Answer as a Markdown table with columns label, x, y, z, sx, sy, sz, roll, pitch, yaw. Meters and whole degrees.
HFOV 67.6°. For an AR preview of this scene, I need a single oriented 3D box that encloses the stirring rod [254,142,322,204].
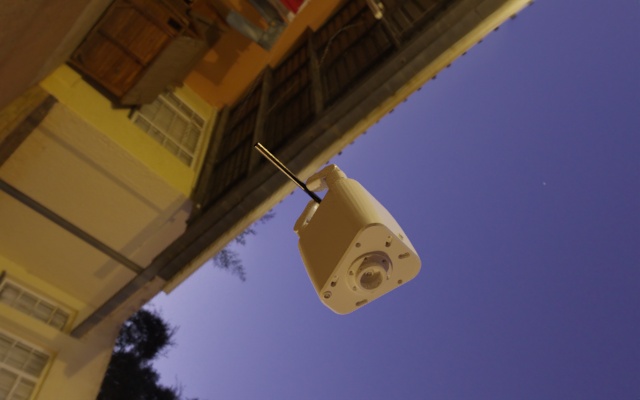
| label | x | y | z | sx | sy | sz | roll | pitch | yaw |
| --- | --- | --- | --- | --- | --- | --- | --- | --- | --- |
| stirring rod | 0.000 | 0.002 | 0.643 | 0.240 | 0.011 | 0.011 | 42 | -23 | -28 |
